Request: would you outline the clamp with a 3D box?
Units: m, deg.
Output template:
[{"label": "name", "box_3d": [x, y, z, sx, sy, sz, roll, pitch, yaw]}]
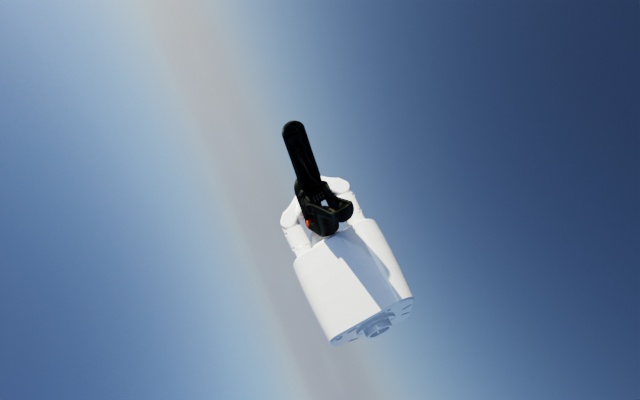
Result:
[{"label": "clamp", "box_3d": [-0.001, 0.002, 0.533, 0.039, 0.120, 0.172, -23, -29, -7]}]
